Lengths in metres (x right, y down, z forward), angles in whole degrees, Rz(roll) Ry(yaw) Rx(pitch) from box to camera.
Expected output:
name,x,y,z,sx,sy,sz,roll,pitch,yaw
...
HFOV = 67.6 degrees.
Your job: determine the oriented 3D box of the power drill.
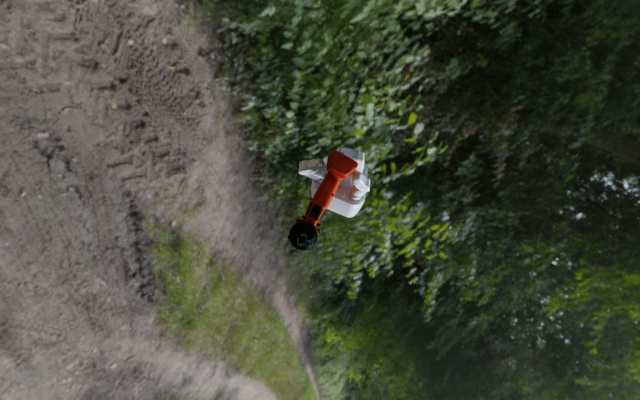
name,x,y,z,sx,sy,sz,roll,pitch,yaw
power drill,0.000,0.002,0.870,0.057,0.187,0.184,30,0,-3
